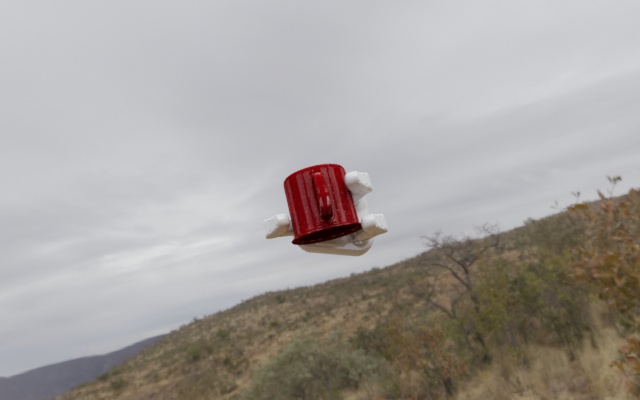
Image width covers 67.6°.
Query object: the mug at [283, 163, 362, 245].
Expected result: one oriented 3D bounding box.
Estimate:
[{"bbox_3d":[0.000,0.001,0.587,0.093,0.081,0.117,-13,-13,-2],"label":"mug"}]
